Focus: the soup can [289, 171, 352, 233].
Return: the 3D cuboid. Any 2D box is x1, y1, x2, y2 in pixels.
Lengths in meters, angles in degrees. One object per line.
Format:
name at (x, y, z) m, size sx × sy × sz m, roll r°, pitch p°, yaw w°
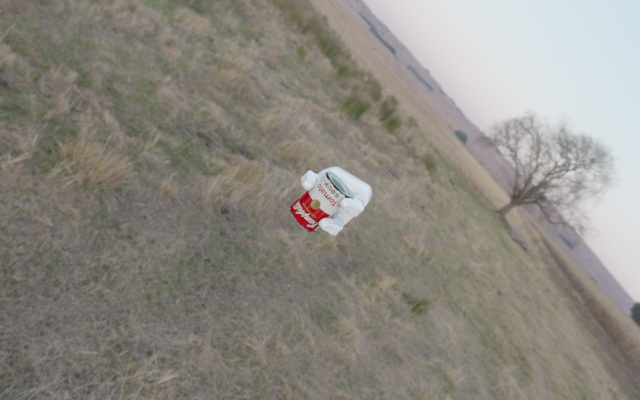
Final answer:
soup can at (0.000, 0.003, 0.891) m, size 0.102 × 0.068 × 0.068 m, roll -43°, pitch -15°, yaw 16°
